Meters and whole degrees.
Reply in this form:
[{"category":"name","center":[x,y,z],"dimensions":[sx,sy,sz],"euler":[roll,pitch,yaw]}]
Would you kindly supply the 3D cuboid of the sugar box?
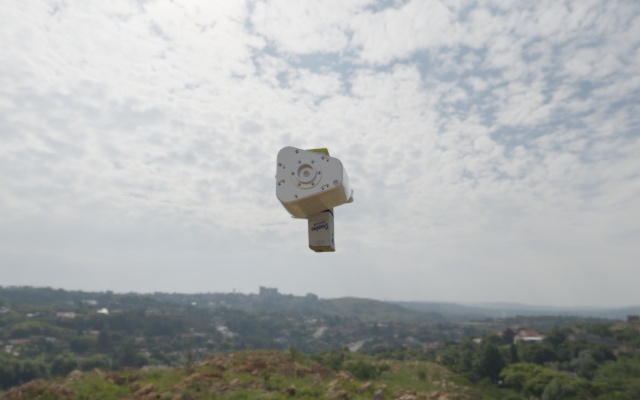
[{"category":"sugar box","center":[0.000,0.003,0.868],"dimensions":[0.048,0.176,0.093],"euler":[-1,-12,7]}]
